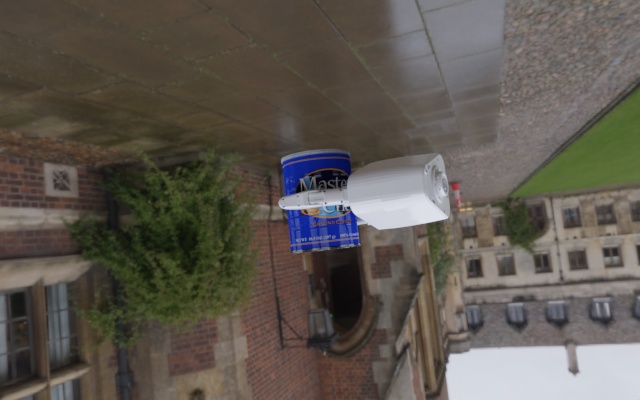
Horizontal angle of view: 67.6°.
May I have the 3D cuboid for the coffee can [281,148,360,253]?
[{"bbox_3d":[0.000,0.002,0.703,0.103,0.140,0.103,-6,-5,-1],"label":"coffee can"}]
